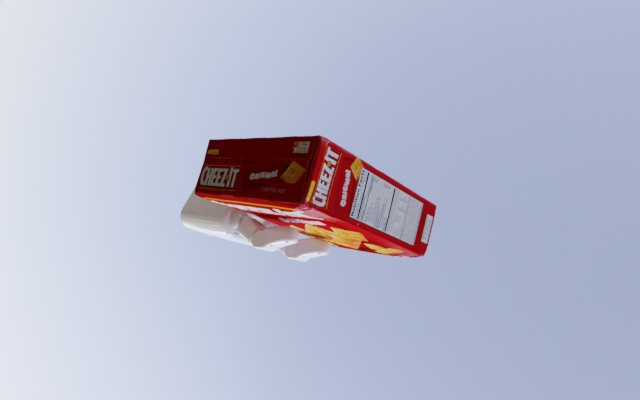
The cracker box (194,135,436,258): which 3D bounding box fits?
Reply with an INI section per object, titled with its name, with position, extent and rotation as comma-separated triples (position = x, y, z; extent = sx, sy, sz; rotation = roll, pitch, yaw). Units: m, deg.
[cracker box]
position = 0.000, 0.002, 0.521
extent = 0.164, 0.072, 0.214
rotation = 4, -13, 42
